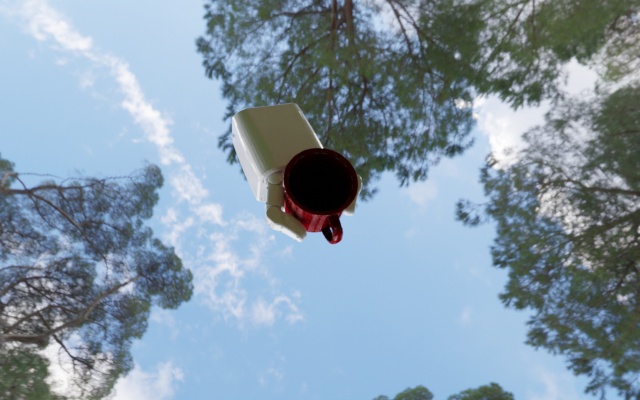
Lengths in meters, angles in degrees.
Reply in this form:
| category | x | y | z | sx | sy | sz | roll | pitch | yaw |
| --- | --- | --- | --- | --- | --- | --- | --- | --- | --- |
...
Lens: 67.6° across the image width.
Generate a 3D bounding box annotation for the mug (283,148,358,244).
| category | x | y | z | sx | sy | sz | roll | pitch | yaw |
| --- | --- | --- | --- | --- | --- | --- | --- | --- | --- |
| mug | 0.001 | 0.003 | 0.616 | 0.093 | 0.117 | 0.081 | -20 | -19 | -17 |
